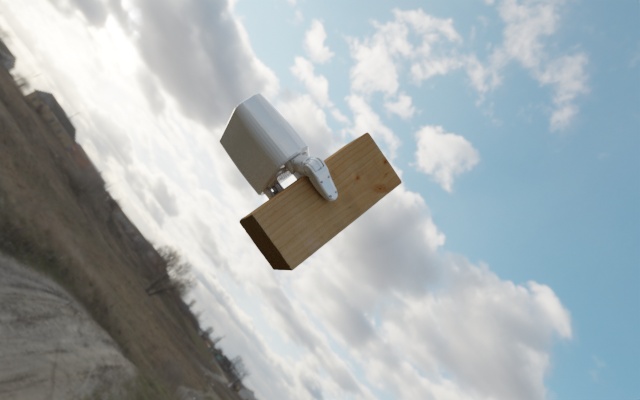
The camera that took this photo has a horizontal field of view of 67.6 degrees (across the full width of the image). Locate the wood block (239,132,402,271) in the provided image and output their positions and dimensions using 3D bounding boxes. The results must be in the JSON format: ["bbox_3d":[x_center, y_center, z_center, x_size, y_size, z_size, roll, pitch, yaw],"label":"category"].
[{"bbox_3d":[0.000,0.002,0.677,0.206,0.090,0.091,-37,6,-21],"label":"wood block"}]
